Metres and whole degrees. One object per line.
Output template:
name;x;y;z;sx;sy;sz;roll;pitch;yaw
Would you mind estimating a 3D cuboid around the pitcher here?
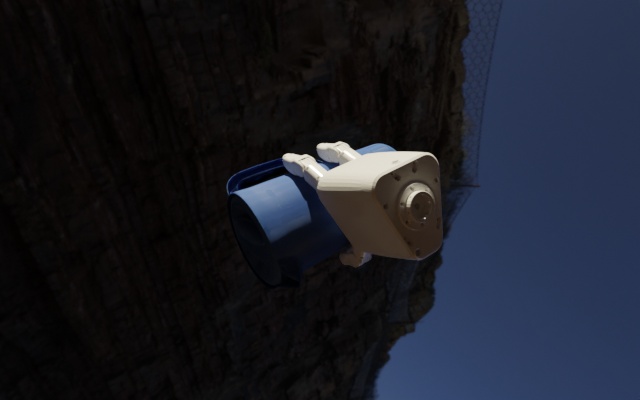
pitcher;0.000;0.002;0.656;0.243;0.149;0.145;-25;12;-26
